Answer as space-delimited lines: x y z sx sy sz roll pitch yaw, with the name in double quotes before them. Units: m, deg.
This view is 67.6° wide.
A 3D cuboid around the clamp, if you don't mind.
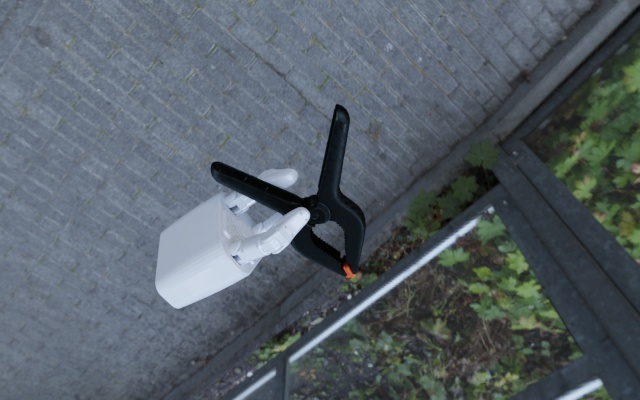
"clamp" 0.000 0.003 0.546 0.164 0.210 0.036 -29 25 17
